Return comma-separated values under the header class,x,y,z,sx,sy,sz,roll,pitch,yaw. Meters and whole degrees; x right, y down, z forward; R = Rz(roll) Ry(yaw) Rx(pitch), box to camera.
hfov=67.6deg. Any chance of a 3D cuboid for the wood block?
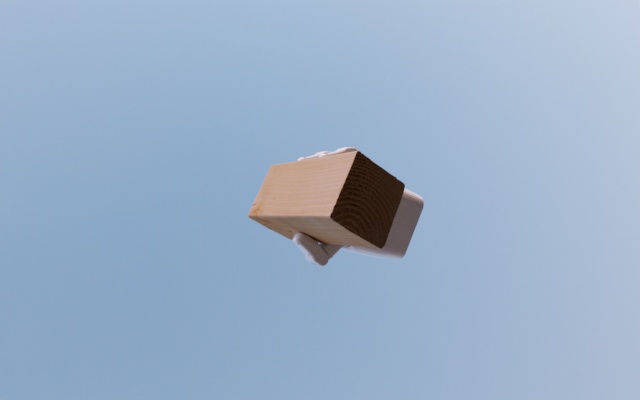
class,x,y,z,sx,sy,sz,roll,pitch,yaw
wood block,0.000,0.003,0.643,0.090,0.090,0.206,32,-19,-30
